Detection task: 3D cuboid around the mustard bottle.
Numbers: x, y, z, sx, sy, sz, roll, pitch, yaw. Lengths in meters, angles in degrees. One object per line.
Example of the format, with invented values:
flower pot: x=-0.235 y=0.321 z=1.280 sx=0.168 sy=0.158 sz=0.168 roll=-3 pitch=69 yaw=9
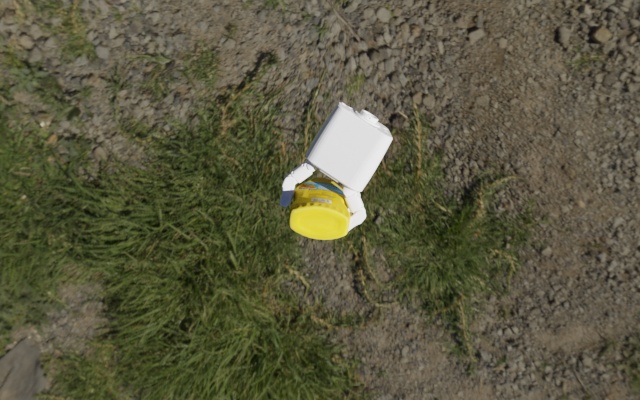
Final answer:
mustard bottle: x=0.000 y=0.003 z=0.830 sx=0.096 sy=0.058 sz=0.191 roll=6 pitch=21 yaw=-1
